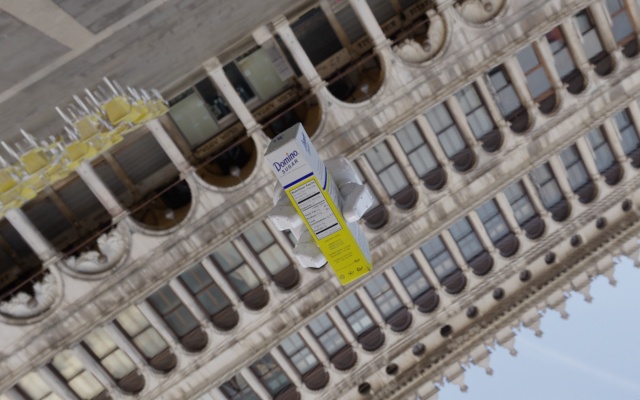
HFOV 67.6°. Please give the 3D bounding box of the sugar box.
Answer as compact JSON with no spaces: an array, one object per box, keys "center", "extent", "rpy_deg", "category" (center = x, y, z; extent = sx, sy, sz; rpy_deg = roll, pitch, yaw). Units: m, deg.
[{"center":[0.000,0.002,0.556],"extent":[0.048,0.176,0.093],"rpy_deg":[-30,16,11],"category":"sugar box"}]
